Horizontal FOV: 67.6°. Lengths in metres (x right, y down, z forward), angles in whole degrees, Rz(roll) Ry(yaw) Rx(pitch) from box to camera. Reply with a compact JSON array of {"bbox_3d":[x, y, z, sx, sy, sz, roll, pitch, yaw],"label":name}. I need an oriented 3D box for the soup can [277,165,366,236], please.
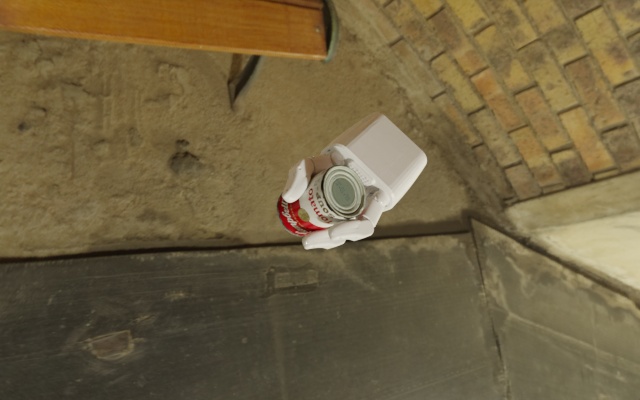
[{"bbox_3d":[0.000,0.002,0.599,0.068,0.068,0.102,0,-15,-37],"label":"soup can"}]
